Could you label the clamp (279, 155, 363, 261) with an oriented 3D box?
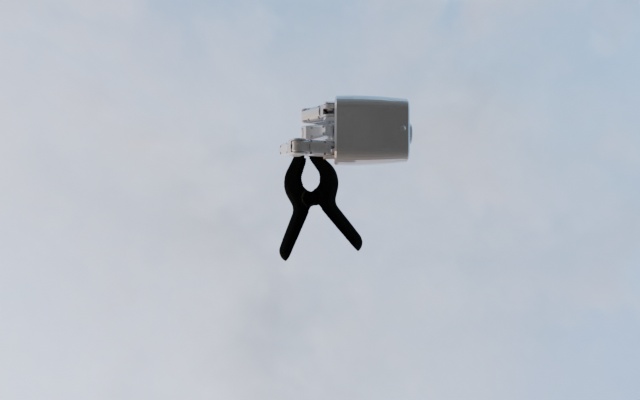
[{"bbox_3d":[0.000,0.002,0.690,0.120,0.171,0.039,0,1,2],"label":"clamp"}]
